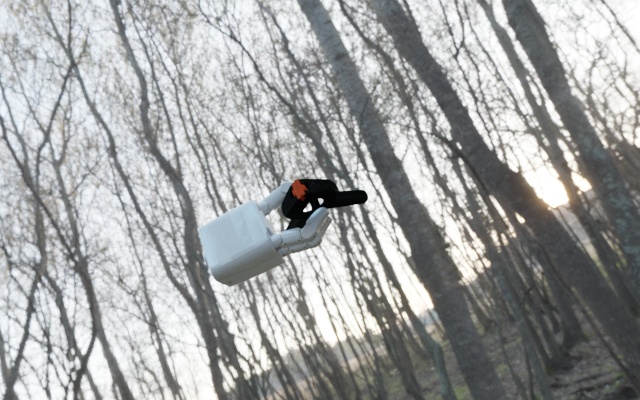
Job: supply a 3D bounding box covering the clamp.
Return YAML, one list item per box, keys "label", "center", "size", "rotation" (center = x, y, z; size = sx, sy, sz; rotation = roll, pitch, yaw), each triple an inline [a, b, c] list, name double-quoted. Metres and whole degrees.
- label: "clamp"
  center: [-0.001, 0.002, 0.778]
  size: [0.164, 0.036, 0.210]
  rotation: [-27, -18, -1]
